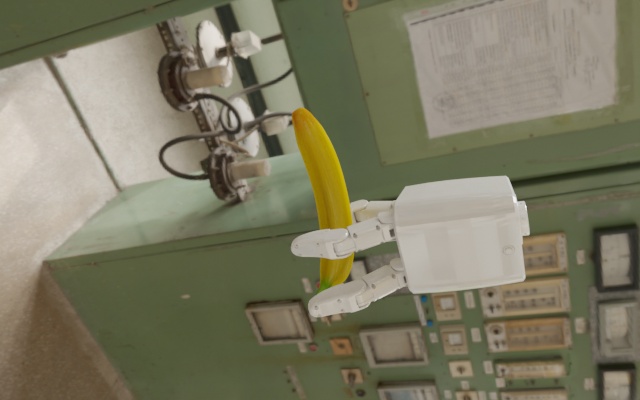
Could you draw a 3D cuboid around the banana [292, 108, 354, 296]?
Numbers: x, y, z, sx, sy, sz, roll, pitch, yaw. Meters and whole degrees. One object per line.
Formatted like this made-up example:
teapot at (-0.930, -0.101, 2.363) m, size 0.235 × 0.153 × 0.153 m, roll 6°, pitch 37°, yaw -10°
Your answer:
banana at (0.007, 0.003, 0.496) m, size 0.037 × 0.198 × 0.069 m, roll -7°, pitch 3°, yaw 21°
